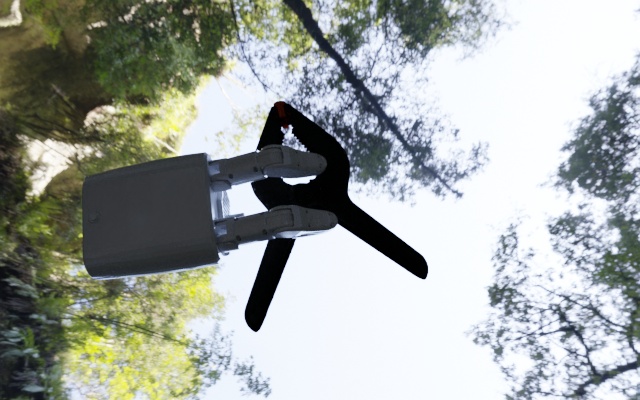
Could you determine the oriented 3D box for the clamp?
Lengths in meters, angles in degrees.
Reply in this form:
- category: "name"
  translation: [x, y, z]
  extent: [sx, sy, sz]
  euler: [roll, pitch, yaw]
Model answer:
- category: "clamp"
  translation: [0.000, 0.001, 0.441]
  extent: [0.164, 0.210, 0.036]
  euler: [-10, -18, -2]
